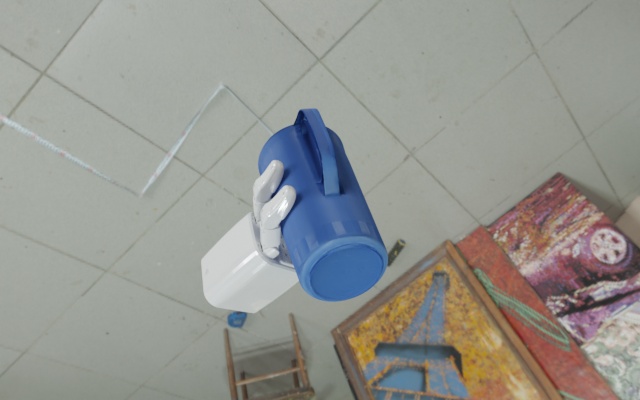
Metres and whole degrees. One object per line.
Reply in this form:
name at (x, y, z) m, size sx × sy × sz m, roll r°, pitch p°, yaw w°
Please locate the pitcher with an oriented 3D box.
pitcher at (0.000, 0.002, 0.628) m, size 0.149 × 0.145 × 0.242 m, roll 38°, pitch 19°, yaw -37°
